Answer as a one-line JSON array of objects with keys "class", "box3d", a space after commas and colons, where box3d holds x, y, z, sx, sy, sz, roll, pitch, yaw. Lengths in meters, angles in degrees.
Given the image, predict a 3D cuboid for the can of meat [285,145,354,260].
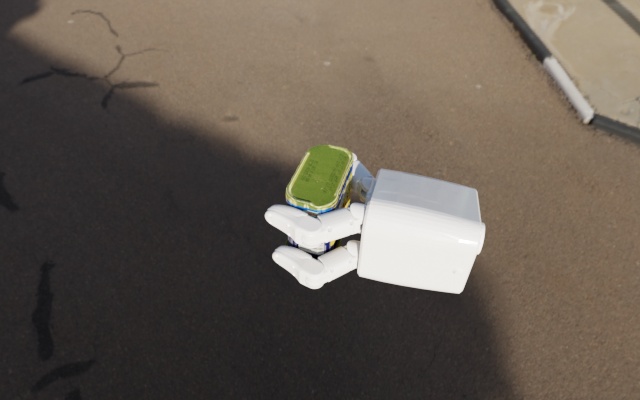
[{"class": "can of meat", "box3d": [0.000, 0.001, 0.507, 0.057, 0.084, 0.102, 13, 45, 11]}]
